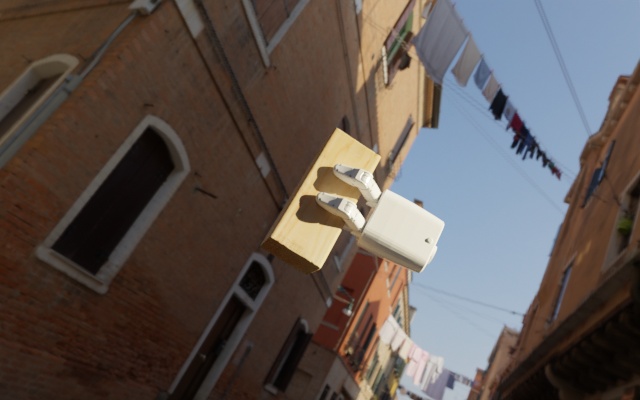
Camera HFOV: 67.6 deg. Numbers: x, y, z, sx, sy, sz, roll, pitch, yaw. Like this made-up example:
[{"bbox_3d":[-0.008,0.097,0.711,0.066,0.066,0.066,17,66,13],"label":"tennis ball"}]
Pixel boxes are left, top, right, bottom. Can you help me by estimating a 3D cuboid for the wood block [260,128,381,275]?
[{"bbox_3d":[0.000,0.003,0.755,0.090,0.206,0.091,32,-22,-5],"label":"wood block"}]
